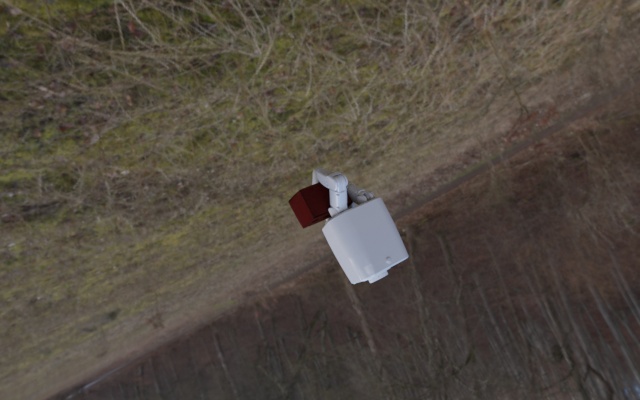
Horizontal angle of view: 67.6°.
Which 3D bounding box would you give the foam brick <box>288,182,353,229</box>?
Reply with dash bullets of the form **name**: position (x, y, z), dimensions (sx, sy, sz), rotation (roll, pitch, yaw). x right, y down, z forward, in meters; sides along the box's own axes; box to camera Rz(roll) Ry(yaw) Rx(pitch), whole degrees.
- **foam brick**: position (0.000, 0.003, 0.757), dimensions (0.078, 0.051, 0.053), rotation (-22, -10, -28)
